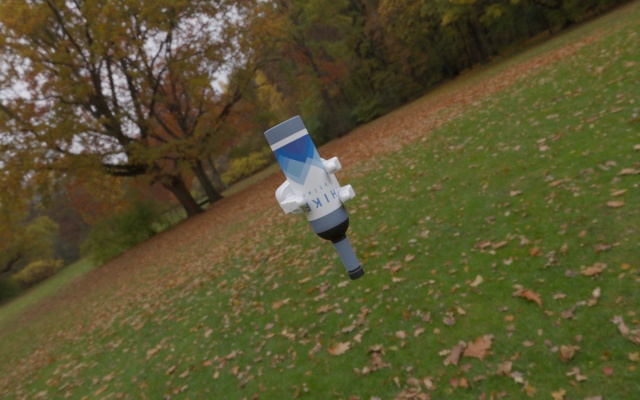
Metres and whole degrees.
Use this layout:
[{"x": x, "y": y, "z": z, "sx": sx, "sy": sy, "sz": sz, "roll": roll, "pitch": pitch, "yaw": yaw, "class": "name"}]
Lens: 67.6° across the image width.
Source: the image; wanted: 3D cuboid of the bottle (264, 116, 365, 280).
[{"x": 0.000, "y": 0.002, "z": 0.820, "sx": 0.069, "sy": 0.296, "sz": 0.069, "roll": -26, "pitch": 8, "yaw": 4, "class": "bottle"}]
